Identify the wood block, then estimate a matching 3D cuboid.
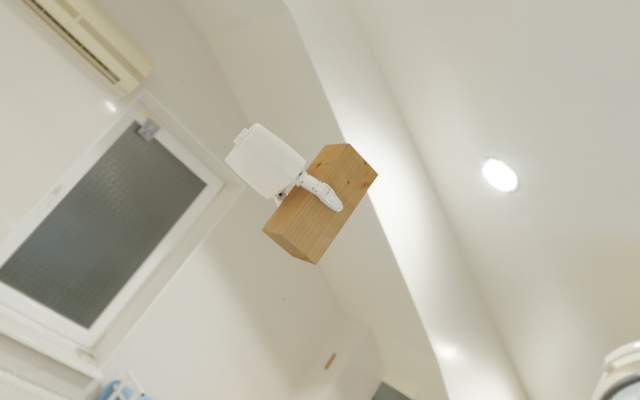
[{"bbox_3d":[0.000,0.003,0.870,0.090,0.206,0.091,44,-18,-26],"label":"wood block"}]
